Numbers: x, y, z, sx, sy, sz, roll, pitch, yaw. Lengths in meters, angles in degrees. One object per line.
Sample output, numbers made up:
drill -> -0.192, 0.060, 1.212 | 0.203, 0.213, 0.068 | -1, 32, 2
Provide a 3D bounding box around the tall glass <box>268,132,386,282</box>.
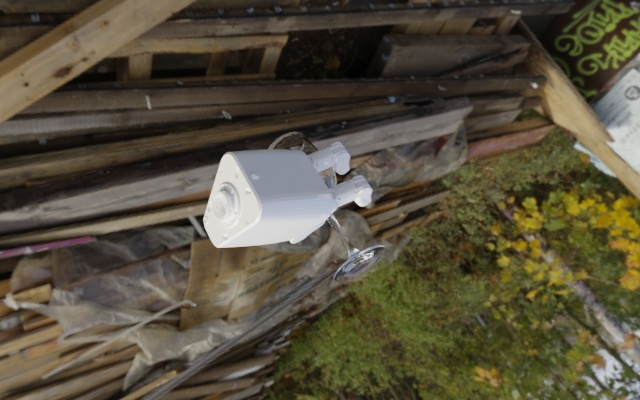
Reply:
tall glass -> 0.001, 0.003, 0.624 | 0.079, 0.201, 0.079 | -26, -26, -14
